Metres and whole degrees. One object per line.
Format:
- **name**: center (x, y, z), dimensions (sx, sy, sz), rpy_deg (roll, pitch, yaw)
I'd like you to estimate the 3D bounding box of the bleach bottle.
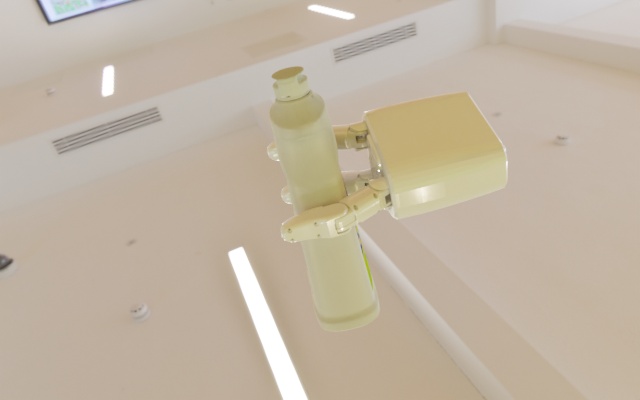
- **bleach bottle**: center (0.000, 0.001, 0.455), dimensions (0.068, 0.251, 0.102), rpy_deg (-14, 32, 0)
